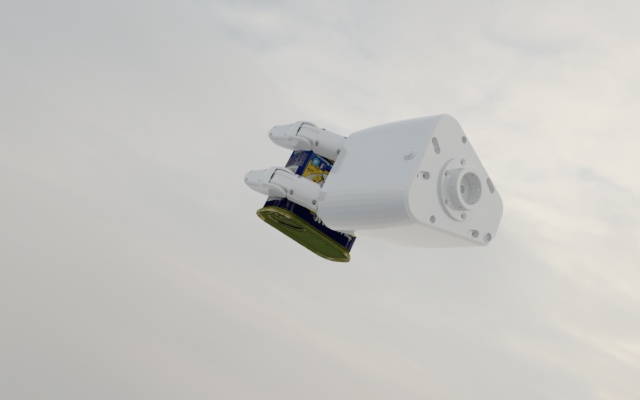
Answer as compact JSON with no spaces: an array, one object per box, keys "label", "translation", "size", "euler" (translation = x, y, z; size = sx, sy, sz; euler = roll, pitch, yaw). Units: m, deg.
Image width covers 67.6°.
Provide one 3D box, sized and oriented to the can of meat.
[{"label":"can of meat","translation":[0.000,0.001,0.482],"size":[0.102,0.084,0.057],"euler":[35,-21,-23]}]
